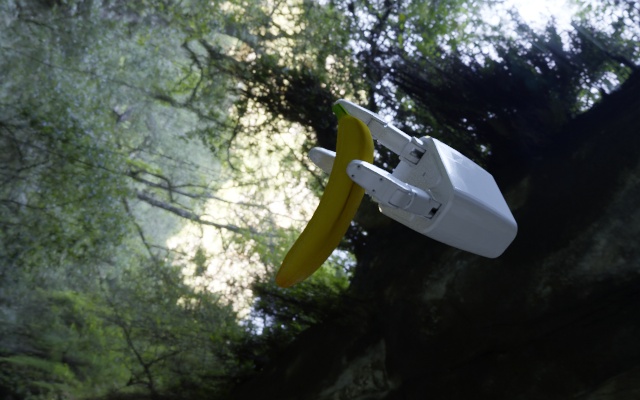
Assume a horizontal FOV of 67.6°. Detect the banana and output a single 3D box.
[{"bbox_3d":[0.010,0.001,0.469,0.037,0.198,0.069,22,-3,-29],"label":"banana"}]
